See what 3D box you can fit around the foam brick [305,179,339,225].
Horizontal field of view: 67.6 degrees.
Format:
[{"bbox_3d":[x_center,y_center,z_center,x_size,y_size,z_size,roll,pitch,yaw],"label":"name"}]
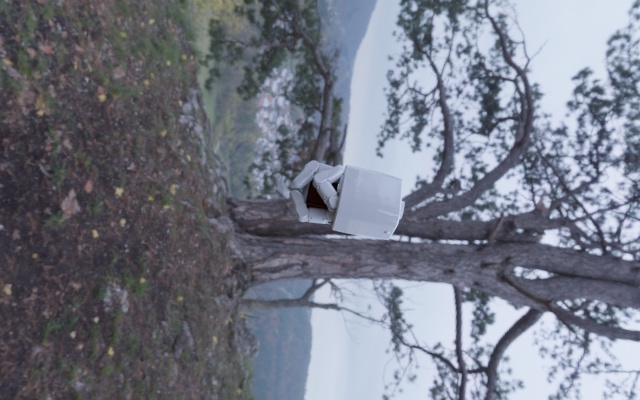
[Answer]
[{"bbox_3d":[0.000,0.003,0.883,0.051,0.053,0.078,12,-26,0],"label":"foam brick"}]
